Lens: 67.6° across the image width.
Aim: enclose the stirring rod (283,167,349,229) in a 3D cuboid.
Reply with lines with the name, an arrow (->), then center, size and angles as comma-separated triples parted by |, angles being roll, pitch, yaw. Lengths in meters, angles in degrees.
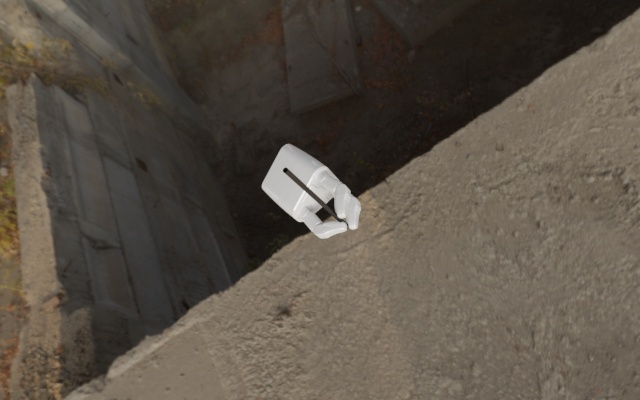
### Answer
stirring rod -> 0.000, 0.003, 0.766 | 0.011, 0.011, 0.240 | 0, -22, 26
